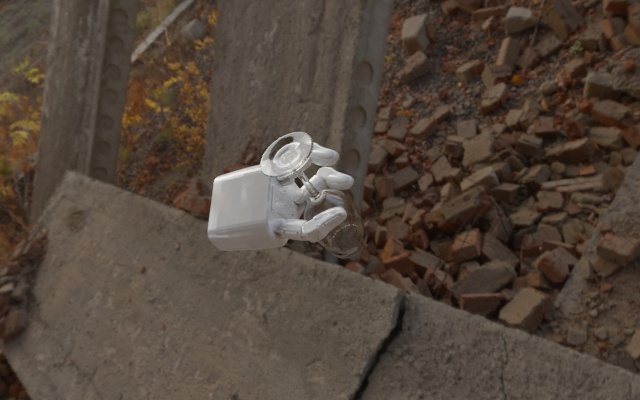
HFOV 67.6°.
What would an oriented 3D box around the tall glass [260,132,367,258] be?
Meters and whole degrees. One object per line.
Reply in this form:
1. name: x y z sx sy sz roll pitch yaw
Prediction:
1. tall glass: 0.000 0.002 0.654 0.079 0.079 0.201 0 -37 32
